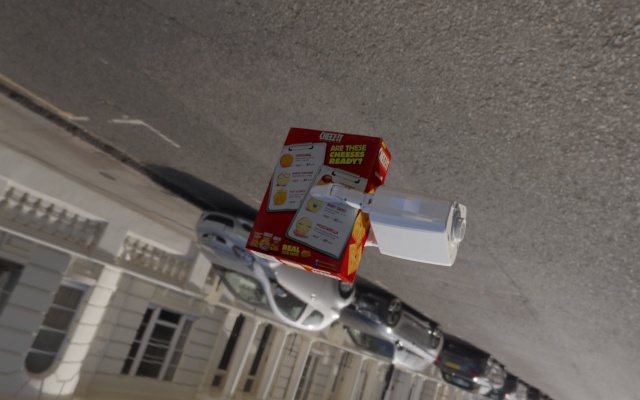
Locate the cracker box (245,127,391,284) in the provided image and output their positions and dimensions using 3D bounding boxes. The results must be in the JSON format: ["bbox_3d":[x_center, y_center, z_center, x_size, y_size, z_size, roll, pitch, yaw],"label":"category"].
[{"bbox_3d":[0.000,0.003,0.739,0.164,0.213,0.072,11,-17,27],"label":"cracker box"}]
